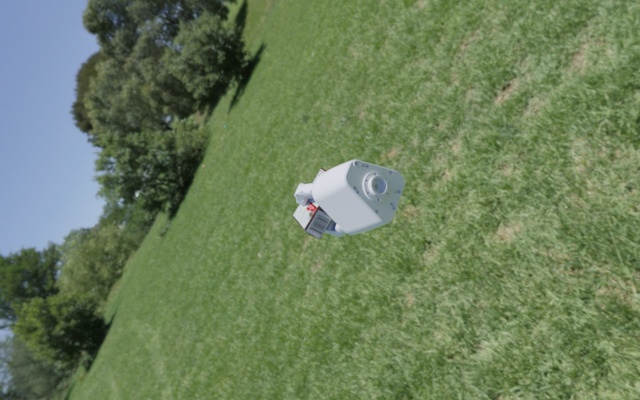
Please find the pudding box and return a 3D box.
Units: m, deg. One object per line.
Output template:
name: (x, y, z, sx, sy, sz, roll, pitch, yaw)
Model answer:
pudding box: (0.000, 0.003, 0.874, 0.039, 0.113, 0.090, 30, 4, -22)
